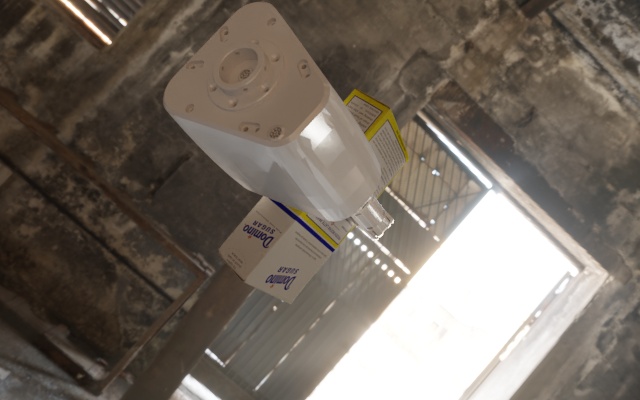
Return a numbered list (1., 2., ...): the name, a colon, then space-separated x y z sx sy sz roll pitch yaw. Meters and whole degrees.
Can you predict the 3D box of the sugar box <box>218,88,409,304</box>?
1. sugar box: 0.000 0.001 0.411 0.048 0.176 0.093 40 -4 31
